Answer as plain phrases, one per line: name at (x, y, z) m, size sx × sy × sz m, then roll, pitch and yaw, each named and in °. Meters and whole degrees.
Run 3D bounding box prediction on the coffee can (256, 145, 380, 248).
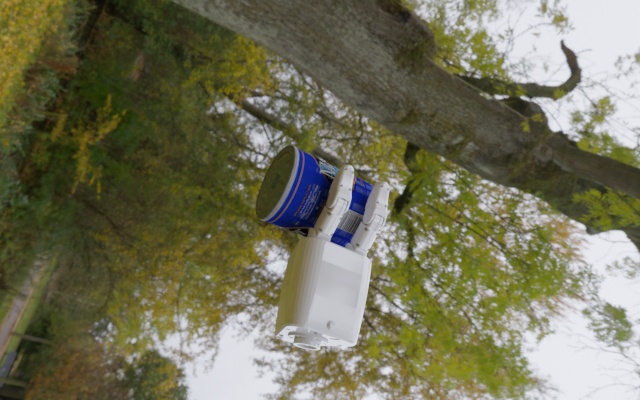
coffee can at (0.000, 0.002, 0.630) m, size 0.140 × 0.103 × 0.103 m, roll 24°, pitch -10°, yaw -23°
